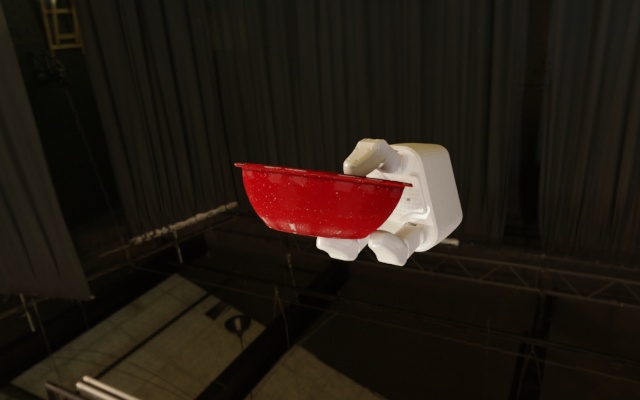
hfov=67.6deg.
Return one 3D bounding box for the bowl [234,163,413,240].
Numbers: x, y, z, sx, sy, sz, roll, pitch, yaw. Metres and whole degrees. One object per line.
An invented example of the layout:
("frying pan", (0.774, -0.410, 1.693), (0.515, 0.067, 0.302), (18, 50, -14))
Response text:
("bowl", (-0.001, 0.002, 0.436), (0.162, 0.055, 0.162), (7, 2, 0))
